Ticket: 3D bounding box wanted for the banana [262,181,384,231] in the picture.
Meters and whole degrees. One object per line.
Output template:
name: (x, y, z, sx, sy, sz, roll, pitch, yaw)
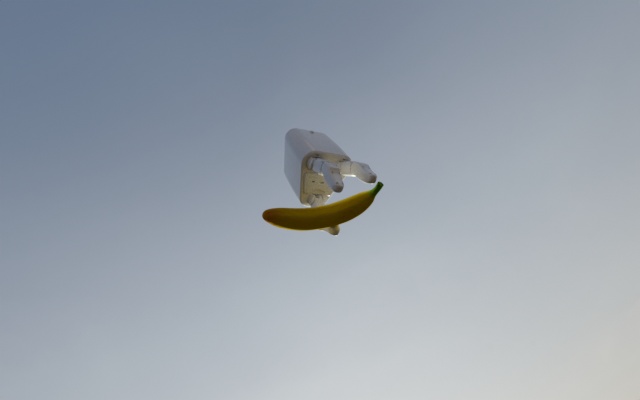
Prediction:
banana: (0.004, 0.016, 0.759, 0.198, 0.070, 0.037, -16, 41, -15)
